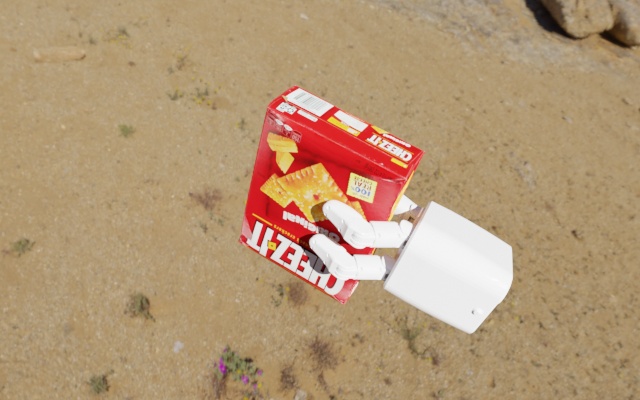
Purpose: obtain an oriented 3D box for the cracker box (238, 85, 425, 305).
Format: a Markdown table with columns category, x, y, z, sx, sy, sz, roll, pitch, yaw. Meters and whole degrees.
| category | x | y | z | sx | sy | sz | roll | pitch | yaw |
| --- | --- | --- | --- | --- | --- | --- | --- | --- | --- |
| cracker box | 0.000 | 0.002 | 0.555 | 0.164 | 0.214 | 0.072 | 29 | 41 | 11 |
